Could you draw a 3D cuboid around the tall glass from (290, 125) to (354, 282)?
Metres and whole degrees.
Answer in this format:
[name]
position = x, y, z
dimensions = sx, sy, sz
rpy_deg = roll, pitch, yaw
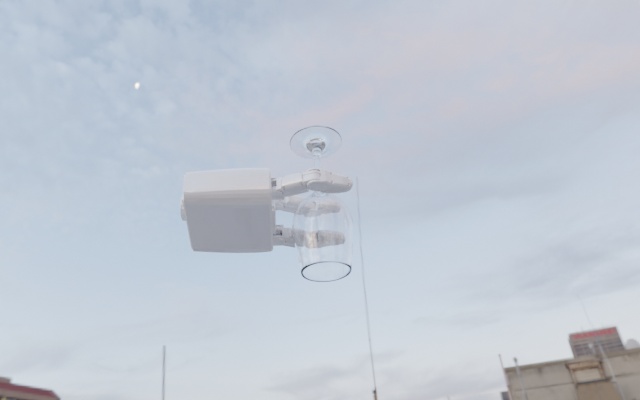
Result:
[tall glass]
position = 0.000, 0.001, 0.627
dimensions = 0.079, 0.201, 0.079
rpy_deg = -4, -32, -2
